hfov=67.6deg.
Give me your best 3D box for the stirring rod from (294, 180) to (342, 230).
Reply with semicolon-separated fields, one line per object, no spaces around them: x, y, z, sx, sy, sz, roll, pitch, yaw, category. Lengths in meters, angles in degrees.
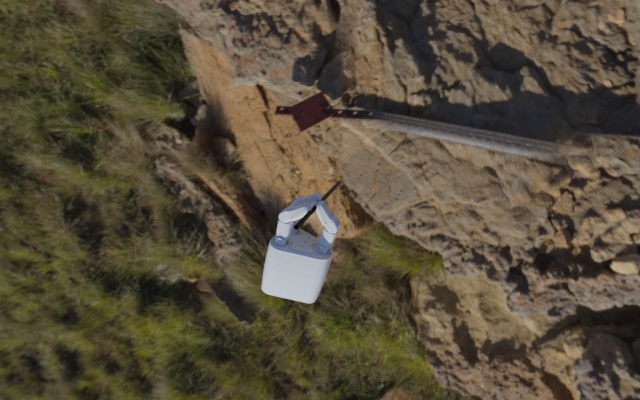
0.000;0.003;0.859;0.011;0.011;0.239;0;19;20;stirring rod
